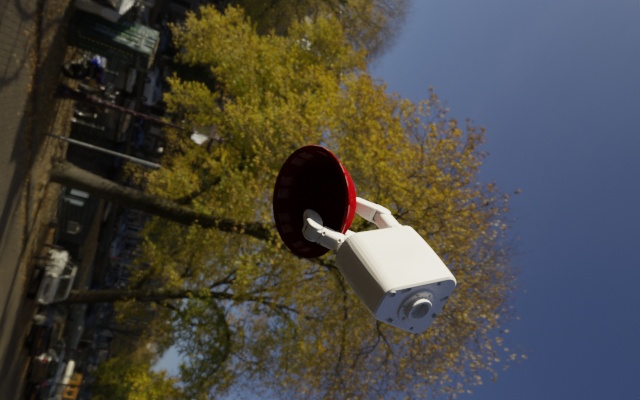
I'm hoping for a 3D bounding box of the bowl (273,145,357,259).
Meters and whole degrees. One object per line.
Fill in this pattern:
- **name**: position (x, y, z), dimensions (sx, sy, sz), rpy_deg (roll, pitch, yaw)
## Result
- **bowl**: position (0.000, 0.001, 0.698), dimensions (0.055, 0.162, 0.162), rpy_deg (2, -1, -44)
